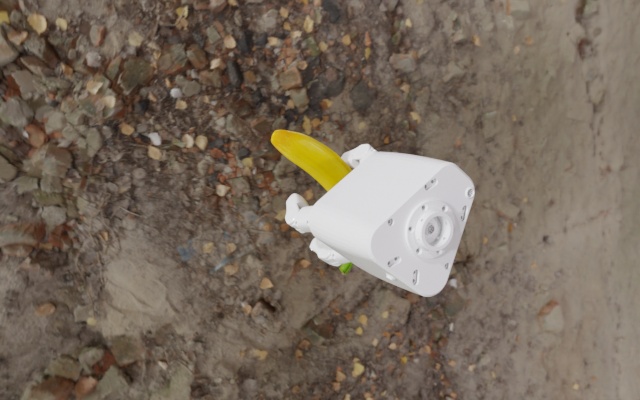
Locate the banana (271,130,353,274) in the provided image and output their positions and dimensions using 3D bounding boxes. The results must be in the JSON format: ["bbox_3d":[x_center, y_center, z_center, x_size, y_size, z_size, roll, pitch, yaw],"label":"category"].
[{"bbox_3d":[0.017,-0.005,0.546,0.069,0.198,0.037,-31,21,-10],"label":"banana"}]
